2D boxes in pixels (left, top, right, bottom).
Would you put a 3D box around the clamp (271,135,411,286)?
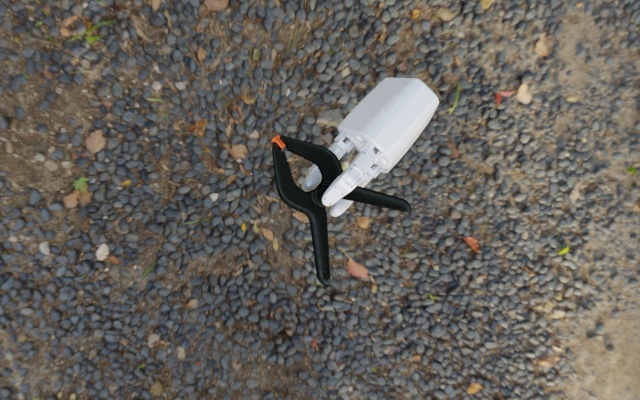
[{"bbox_3d":[0.000,0.002,0.649,0.210,0.164,0.036,42,-5,-8],"label":"clamp"}]
